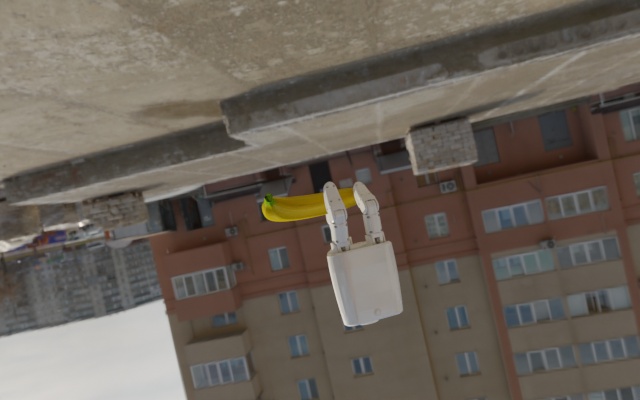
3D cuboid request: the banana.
[{"bbox_3d":[-0.014,0.006,0.717,0.198,0.037,0.069,-7,-7,-40],"label":"banana"}]
